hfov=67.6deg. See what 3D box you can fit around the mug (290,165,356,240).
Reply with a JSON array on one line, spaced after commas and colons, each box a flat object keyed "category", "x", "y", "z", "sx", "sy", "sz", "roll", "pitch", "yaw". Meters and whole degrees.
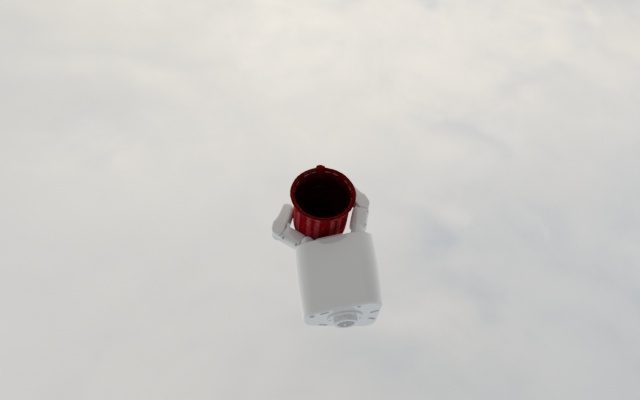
[{"category": "mug", "x": 0.000, "y": 0.001, "z": 0.706, "sx": 0.093, "sy": 0.117, "sz": 0.082, "roll": -2, "pitch": -34, "yaw": -6}]
